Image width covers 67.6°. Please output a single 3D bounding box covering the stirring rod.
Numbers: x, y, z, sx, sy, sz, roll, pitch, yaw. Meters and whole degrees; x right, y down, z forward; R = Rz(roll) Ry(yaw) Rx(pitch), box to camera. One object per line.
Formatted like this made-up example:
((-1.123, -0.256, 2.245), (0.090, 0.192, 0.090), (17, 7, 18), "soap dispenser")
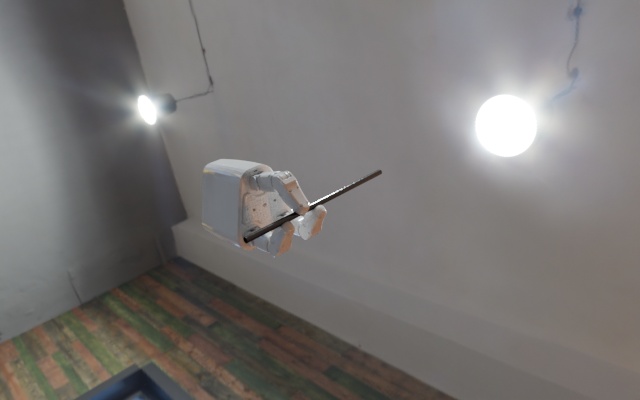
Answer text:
((0.000, 0.002, 0.615), (0.239, 0.011, 0.011), (-27, 17, -37), "stirring rod")
